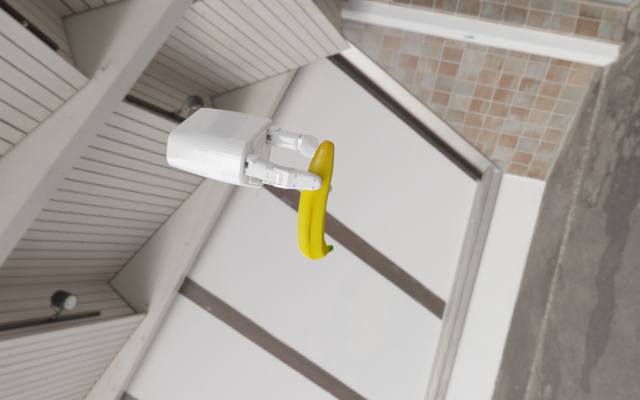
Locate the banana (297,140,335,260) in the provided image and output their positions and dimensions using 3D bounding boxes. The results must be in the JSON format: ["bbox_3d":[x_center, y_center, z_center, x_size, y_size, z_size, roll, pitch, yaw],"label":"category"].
[{"bbox_3d":[-0.006,0.016,0.631,0.037,0.198,0.069,14,43,14],"label":"banana"}]
